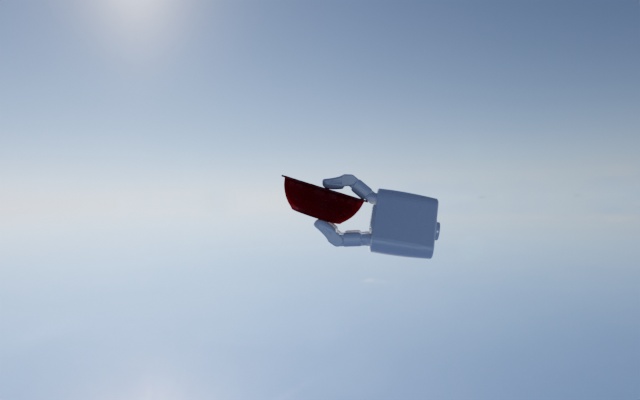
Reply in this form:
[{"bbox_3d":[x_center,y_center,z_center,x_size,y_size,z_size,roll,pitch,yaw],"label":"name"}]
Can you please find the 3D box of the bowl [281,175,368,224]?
[{"bbox_3d":[-0.001,0.003,0.849,0.162,0.055,0.162,17,2,-1],"label":"bowl"}]
